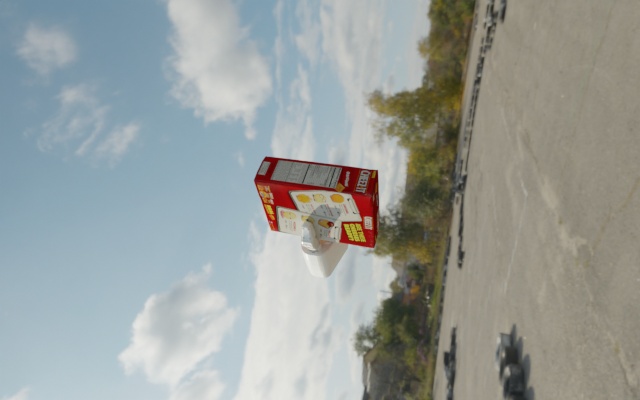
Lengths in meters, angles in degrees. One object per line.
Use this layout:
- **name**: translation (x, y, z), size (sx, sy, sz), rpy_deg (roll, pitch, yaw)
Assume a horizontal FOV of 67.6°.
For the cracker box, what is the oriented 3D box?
- **cracker box**: translation (0.000, 0.003, 0.889), size (0.213, 0.072, 0.164), rpy_deg (8, -36, 14)
